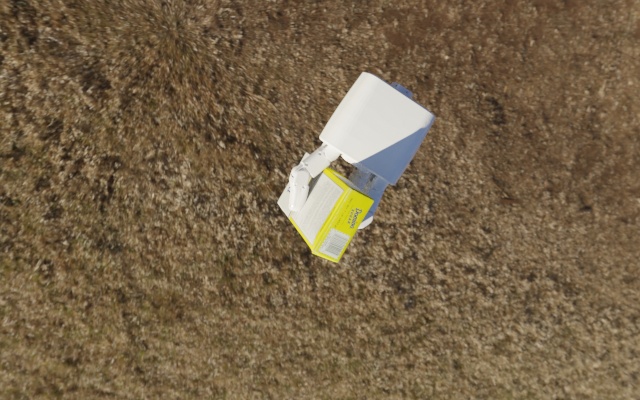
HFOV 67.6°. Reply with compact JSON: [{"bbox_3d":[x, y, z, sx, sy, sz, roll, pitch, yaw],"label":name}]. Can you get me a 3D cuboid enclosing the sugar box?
[{"bbox_3d":[0.001,0.002,0.647,0.048,0.093,0.176,27,10,-24],"label":"sugar box"}]
